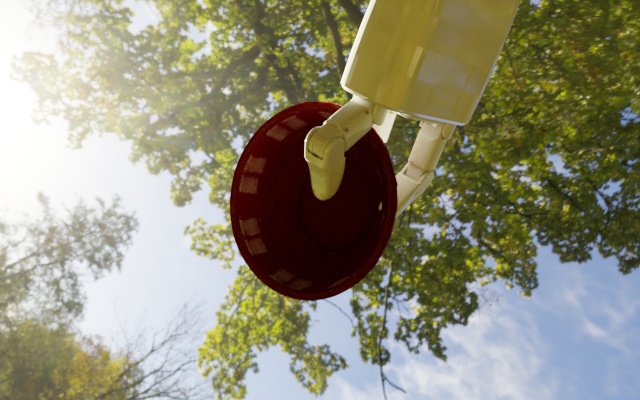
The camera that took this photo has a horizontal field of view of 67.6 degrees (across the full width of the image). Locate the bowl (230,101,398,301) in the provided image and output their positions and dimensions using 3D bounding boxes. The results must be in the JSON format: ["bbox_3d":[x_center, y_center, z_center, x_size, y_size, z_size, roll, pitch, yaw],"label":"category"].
[{"bbox_3d":[-0.001,0.002,0.408,0.162,0.162,0.055,0,-4,32],"label":"bowl"}]
